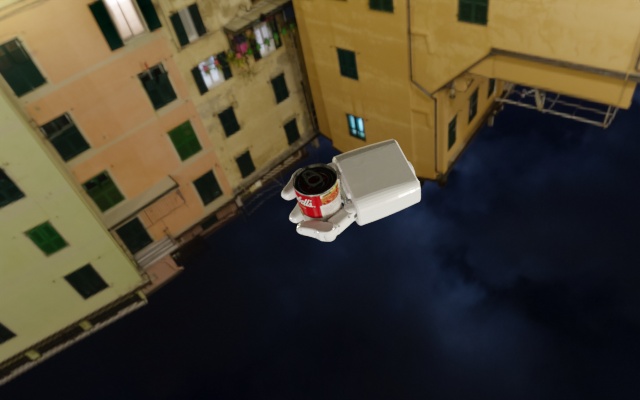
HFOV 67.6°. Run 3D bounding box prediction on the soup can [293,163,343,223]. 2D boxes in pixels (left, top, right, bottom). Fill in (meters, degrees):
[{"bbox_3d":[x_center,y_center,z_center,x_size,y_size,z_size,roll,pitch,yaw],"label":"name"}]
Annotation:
[{"bbox_3d":[0.000,0.003,0.741,0.068,0.068,0.102,0,-43,13],"label":"soup can"}]
